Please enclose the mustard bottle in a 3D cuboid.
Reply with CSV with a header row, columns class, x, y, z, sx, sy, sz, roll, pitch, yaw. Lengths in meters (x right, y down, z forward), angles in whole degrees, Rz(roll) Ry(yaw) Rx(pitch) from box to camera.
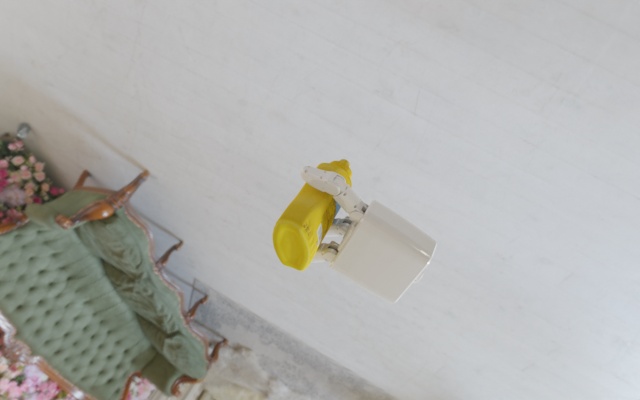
class,x,y,z,sx,sy,sz,roll,pitch,yaw
mustard bottle,0.000,0.002,0.681,0.058,0.096,0.191,16,46,19
